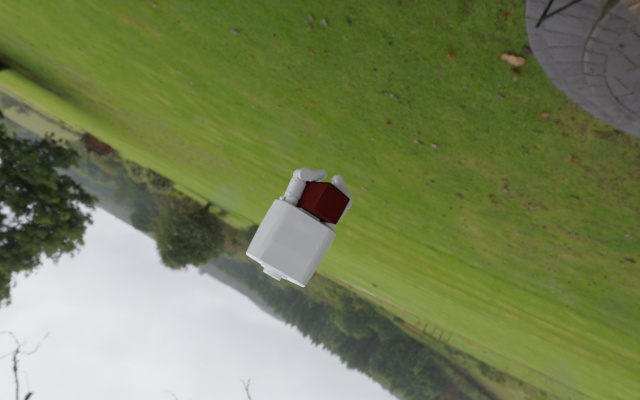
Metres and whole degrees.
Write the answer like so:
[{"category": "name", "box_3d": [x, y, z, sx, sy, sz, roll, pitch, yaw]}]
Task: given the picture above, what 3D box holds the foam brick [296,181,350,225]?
[{"category": "foam brick", "box_3d": [0.000, 0.002, 0.794, 0.053, 0.051, 0.078, 37, -15, -28]}]
